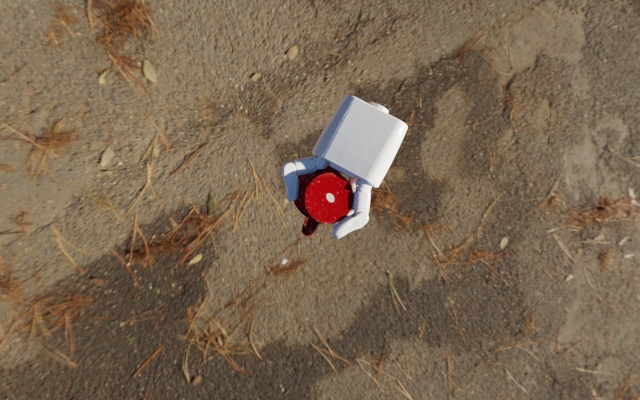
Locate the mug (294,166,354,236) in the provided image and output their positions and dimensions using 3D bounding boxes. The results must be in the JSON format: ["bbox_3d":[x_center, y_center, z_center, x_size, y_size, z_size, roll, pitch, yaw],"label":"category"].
[{"bbox_3d":[-0.001,0.004,0.757,0.093,0.117,0.081,27,3,-12],"label":"mug"}]
